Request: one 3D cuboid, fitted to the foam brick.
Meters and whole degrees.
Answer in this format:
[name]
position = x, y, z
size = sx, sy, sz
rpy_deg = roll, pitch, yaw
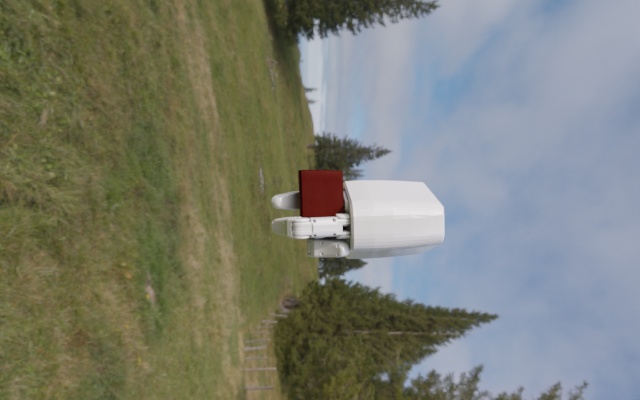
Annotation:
[foam brick]
position = 0.000, 0.002, 0.571
size = 0.051, 0.078, 0.053
rpy_deg = -2, 4, -2
